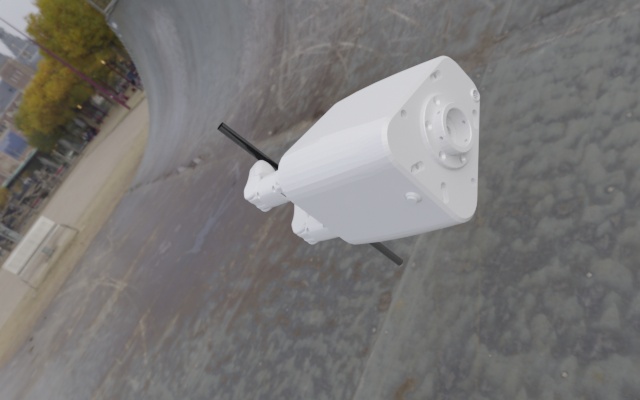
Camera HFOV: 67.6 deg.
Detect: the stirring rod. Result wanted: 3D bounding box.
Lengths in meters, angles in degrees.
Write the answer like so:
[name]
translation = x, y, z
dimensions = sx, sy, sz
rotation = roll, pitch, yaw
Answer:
[stirring rod]
translation = 0.000, 0.002, 0.462
dimensions = 0.239, 0.011, 0.011
rotation = 37, -19, -26
